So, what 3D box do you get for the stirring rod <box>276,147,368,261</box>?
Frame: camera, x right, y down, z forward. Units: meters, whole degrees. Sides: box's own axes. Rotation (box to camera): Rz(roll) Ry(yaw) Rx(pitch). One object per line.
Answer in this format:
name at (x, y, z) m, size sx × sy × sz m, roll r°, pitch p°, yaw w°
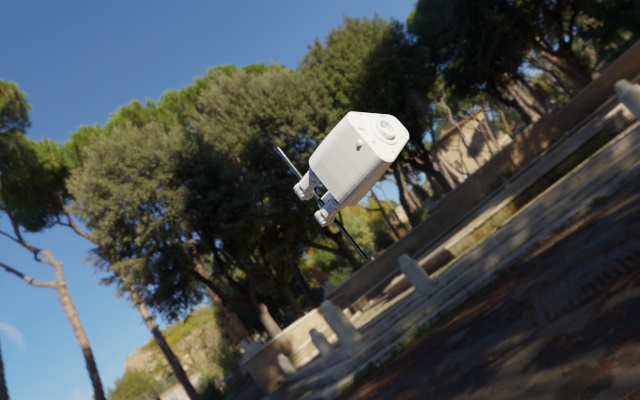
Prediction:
stirring rod at (0.000, 0.003, 0.791) m, size 0.011 × 0.239 × 0.011 m, roll -37°, pitch -12°, yaw -9°
